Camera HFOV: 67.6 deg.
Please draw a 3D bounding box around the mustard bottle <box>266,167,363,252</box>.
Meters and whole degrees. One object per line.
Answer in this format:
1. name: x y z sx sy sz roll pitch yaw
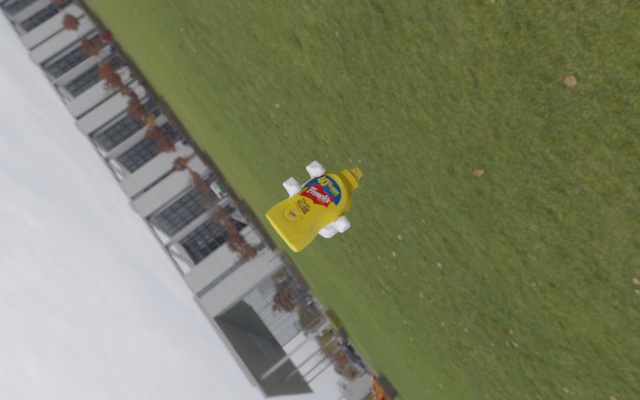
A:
1. mustard bottle: 0.000 0.003 0.884 0.096 0.191 0.058 46 -11 34
